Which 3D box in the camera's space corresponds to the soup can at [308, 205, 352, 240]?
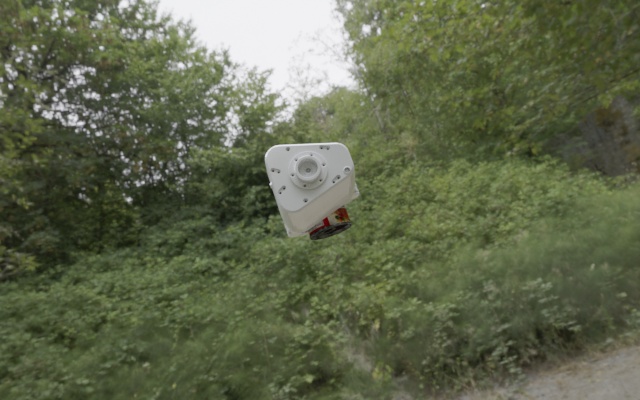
[{"bbox_3d":[0.000,0.002,0.745,0.068,0.102,0.068,-18,-15,-5],"label":"soup can"}]
